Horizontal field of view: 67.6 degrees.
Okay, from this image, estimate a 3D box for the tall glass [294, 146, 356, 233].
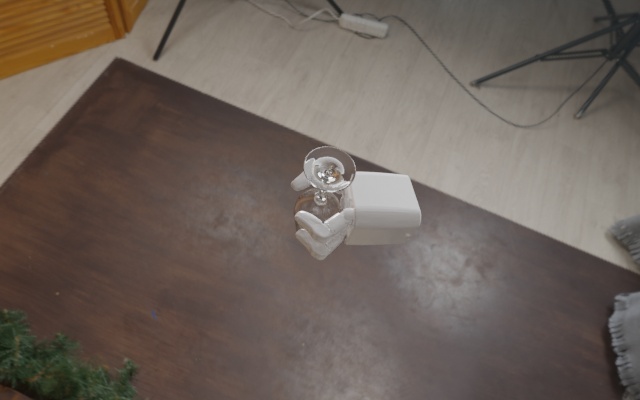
[{"bbox_3d":[0.000,0.002,0.748,0.079,0.079,0.201,0,-28,-9],"label":"tall glass"}]
